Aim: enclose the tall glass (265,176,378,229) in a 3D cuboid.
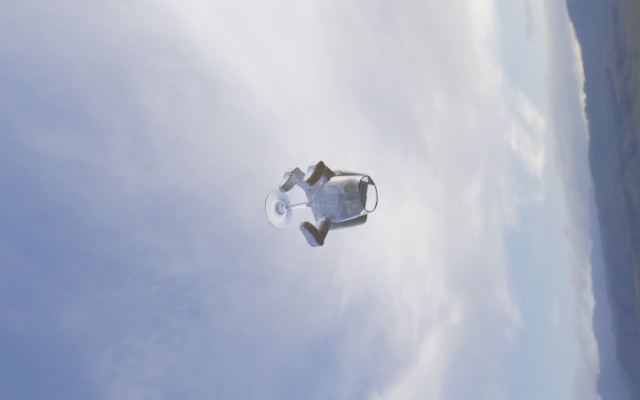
[{"bbox_3d":[-0.001,0.003,0.844,0.201,0.079,0.079,-10,-6,36],"label":"tall glass"}]
